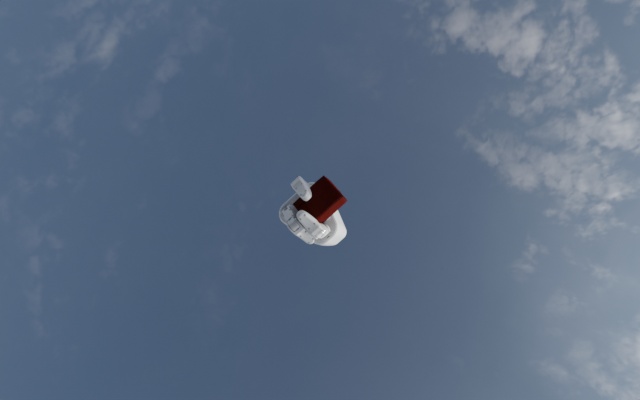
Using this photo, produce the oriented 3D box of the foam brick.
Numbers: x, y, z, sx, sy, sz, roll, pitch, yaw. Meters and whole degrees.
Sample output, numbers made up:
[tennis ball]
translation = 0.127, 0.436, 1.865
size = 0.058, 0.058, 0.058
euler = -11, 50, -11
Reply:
[foam brick]
translation = 0.000, 0.003, 0.849
size = 0.078, 0.053, 0.051
euler = -42, -16, 6
